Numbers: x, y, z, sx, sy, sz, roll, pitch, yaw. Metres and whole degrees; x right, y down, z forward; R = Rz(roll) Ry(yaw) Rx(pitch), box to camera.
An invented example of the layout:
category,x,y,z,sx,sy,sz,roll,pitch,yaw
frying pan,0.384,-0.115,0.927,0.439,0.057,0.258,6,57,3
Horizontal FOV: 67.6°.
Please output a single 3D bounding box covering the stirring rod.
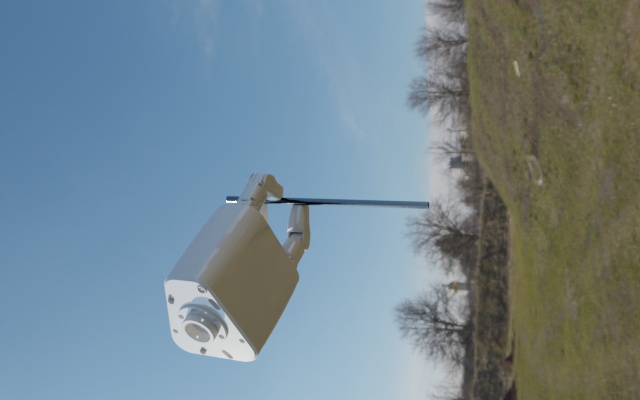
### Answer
category,x,y,z,sx,sy,sz,roll,pitch,yaw
stirring rod,0.000,0.002,0.539,0.239,0.011,0.011,2,1,20
